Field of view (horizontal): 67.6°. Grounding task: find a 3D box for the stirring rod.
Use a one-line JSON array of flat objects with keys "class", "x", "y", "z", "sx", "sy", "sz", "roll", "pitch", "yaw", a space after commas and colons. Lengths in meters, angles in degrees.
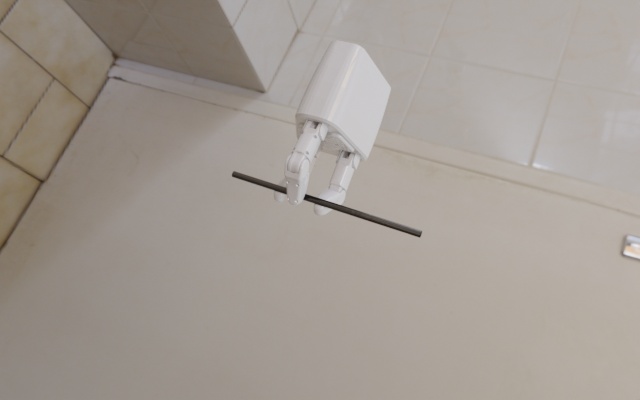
[{"class": "stirring rod", "x": 0.000, "y": 0.002, "z": 0.553, "sx": 0.239, "sy": 0.011, "sz": 0.011, "roll": 18, "pitch": 6, "yaw": 19}]
